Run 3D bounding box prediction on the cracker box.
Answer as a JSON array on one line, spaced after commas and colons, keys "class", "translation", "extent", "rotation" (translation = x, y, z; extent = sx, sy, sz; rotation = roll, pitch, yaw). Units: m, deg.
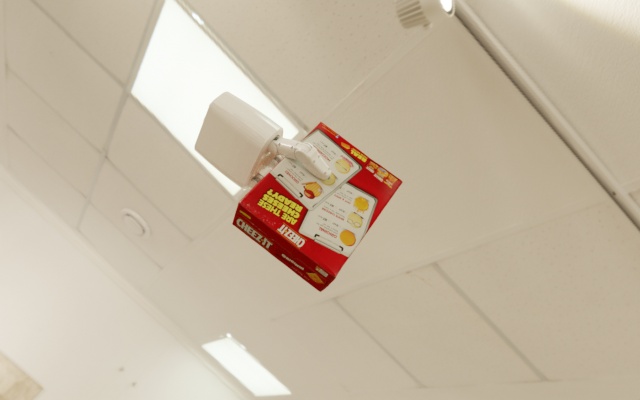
[{"class": "cracker box", "translation": [0.000, 0.002, 0.711], "extent": [0.164, 0.213, 0.072], "rotation": [37, -36, 4]}]
